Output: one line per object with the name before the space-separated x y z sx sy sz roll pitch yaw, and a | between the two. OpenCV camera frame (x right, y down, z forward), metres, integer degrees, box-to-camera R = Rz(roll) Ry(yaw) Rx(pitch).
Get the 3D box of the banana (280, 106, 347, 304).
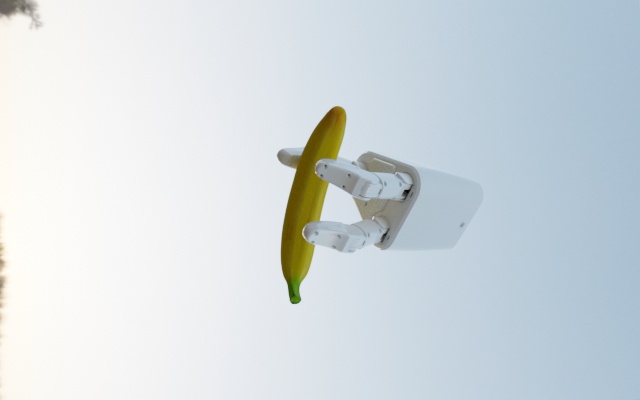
banana | -0.009 0.002 0.492 0.037 0.198 0.069 9 5 -28
